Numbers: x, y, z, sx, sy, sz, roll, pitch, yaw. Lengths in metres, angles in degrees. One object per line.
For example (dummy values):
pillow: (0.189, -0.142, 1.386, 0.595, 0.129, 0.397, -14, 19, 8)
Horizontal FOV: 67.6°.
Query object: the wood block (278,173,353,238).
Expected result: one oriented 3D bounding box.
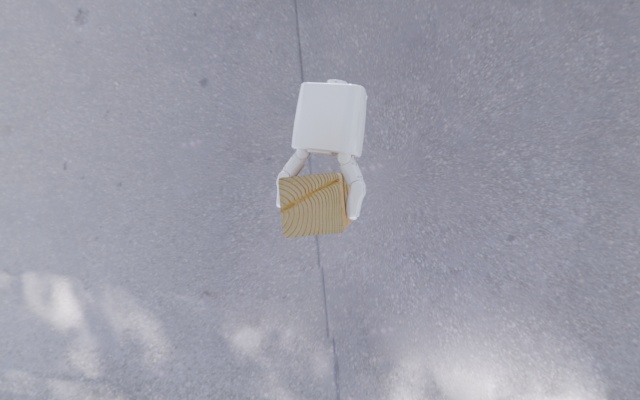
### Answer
wood block: (0.000, 0.002, 0.788, 0.091, 0.090, 0.206, -5, 2, 9)
